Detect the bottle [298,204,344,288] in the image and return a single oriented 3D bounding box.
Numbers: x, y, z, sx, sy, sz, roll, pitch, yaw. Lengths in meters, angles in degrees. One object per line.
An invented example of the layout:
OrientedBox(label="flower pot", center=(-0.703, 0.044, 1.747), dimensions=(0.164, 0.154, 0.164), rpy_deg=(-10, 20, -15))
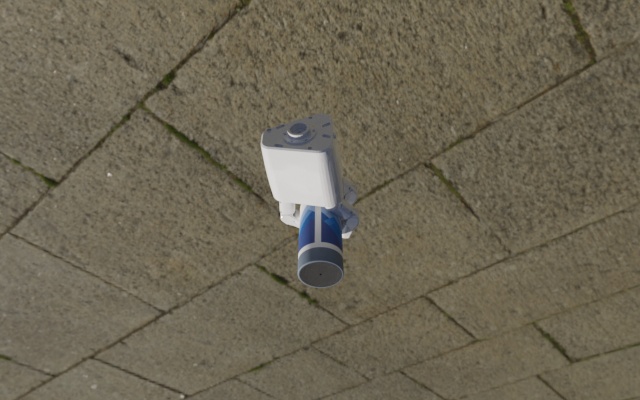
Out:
OrientedBox(label="bottle", center=(0.000, 0.003, 0.788), dimensions=(0.069, 0.295, 0.069), rpy_deg=(0, -45, 0))
